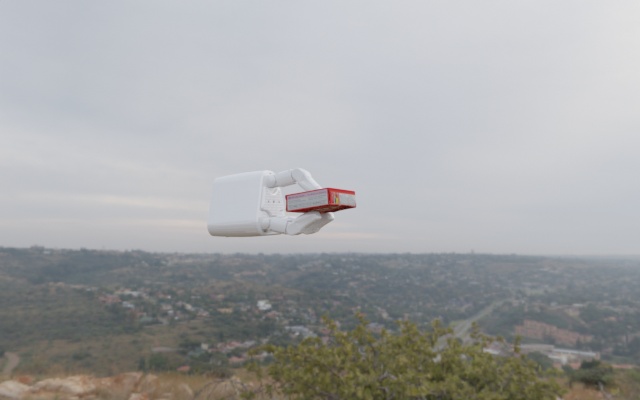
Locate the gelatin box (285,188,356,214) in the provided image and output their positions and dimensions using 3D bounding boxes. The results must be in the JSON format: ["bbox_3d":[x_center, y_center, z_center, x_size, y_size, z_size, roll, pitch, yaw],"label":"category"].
[{"bbox_3d":[0.000,0.002,0.755,0.089,0.030,0.073,-10,-10,36],"label":"gelatin box"}]
